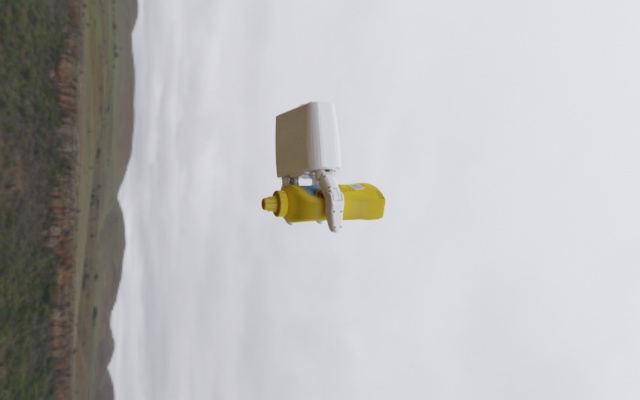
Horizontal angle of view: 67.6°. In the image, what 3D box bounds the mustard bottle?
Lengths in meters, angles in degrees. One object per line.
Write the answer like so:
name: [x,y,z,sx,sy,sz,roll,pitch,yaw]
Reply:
mustard bottle: [0.000,0.003,0.756,0.191,0.058,0.096,-1,18,-26]
